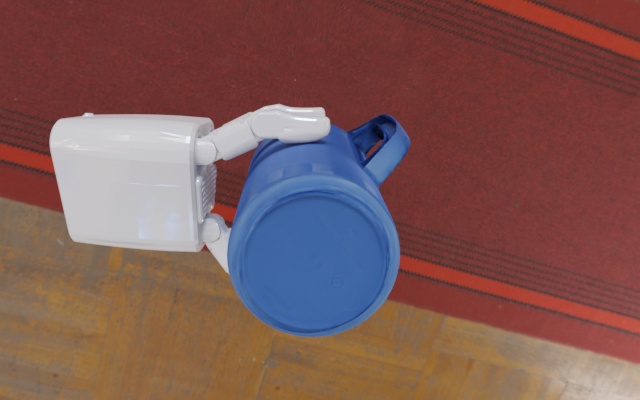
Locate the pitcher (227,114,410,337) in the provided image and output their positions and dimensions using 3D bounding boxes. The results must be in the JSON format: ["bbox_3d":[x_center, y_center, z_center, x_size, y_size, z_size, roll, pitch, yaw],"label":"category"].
[{"bbox_3d":[0.000,0.001,0.401,0.145,0.149,0.242,5,14,-4],"label":"pitcher"}]
